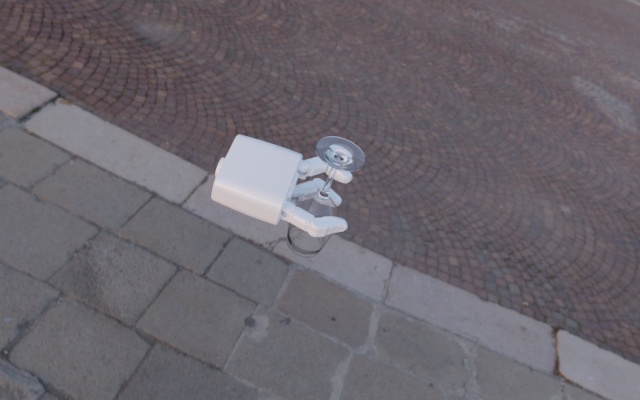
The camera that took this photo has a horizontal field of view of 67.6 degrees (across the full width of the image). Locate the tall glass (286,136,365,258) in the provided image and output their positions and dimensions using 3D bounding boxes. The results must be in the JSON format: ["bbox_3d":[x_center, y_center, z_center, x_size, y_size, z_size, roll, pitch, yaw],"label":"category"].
[{"bbox_3d":[0.000,0.002,0.736,0.079,0.079,0.201,0,-44,-23],"label":"tall glass"}]
